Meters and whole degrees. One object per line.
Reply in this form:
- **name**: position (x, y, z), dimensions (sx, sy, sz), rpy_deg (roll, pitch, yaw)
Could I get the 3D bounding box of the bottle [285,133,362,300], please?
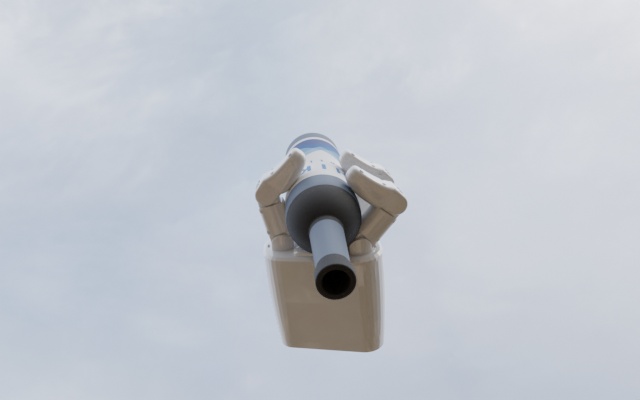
- **bottle**: position (0.000, 0.001, 0.449), dimensions (0.069, 0.069, 0.295), rpy_deg (0, 21, -4)
